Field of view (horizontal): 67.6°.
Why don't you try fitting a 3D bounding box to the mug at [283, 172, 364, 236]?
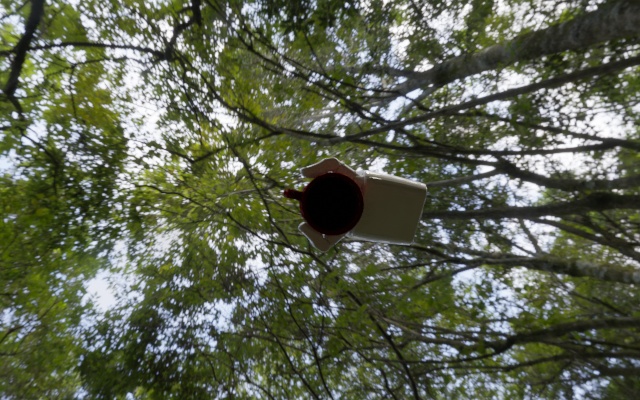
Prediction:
[{"bbox_3d":[-0.001,0.002,0.734,0.117,0.093,0.081,11,-1,-10],"label":"mug"}]
